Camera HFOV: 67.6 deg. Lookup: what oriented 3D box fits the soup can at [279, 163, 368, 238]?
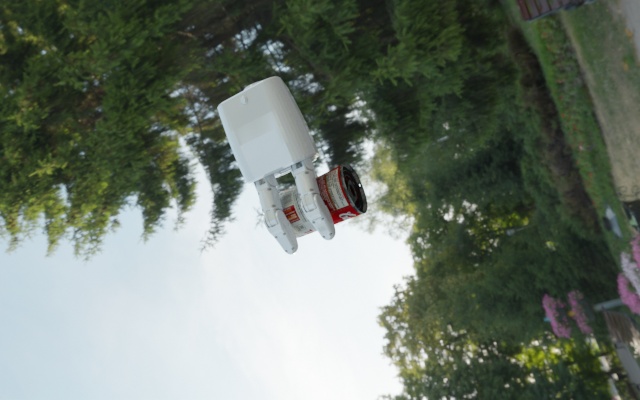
[{"bbox_3d":[0.000,0.003,0.615,0.102,0.068,0.068,-22,-8,21],"label":"soup can"}]
